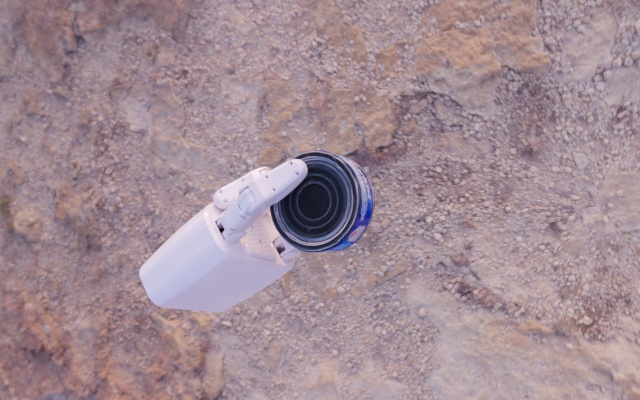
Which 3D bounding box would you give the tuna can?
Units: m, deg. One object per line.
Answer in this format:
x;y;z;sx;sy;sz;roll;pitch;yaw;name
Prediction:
0.000;0.001;0.403;0.086;0.086;0.034;0;-4;26;tuna can
